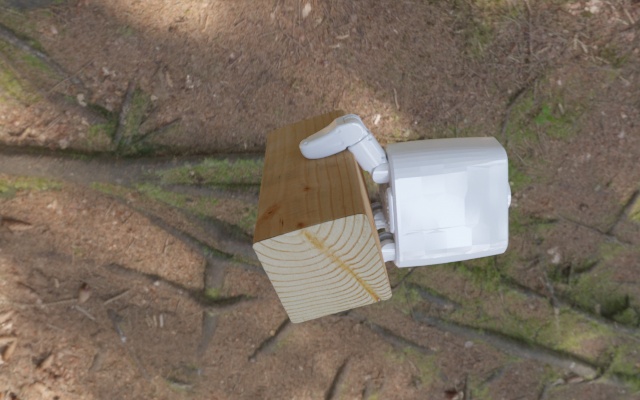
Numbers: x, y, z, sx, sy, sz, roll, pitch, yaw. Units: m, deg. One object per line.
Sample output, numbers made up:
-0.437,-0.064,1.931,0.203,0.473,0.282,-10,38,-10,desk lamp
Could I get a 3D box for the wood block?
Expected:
0.000,0.001,0.457,0.090,0.091,0.206,-16,31,7,wood block
